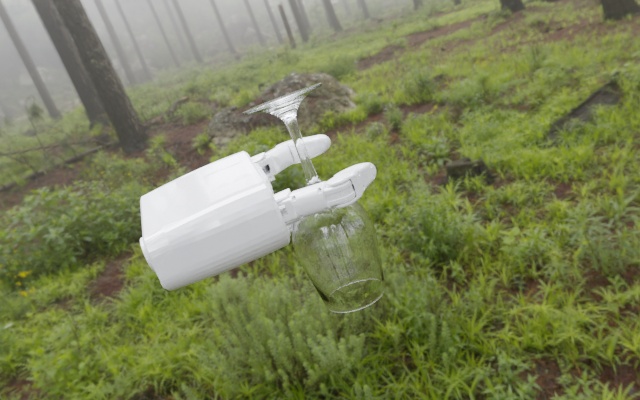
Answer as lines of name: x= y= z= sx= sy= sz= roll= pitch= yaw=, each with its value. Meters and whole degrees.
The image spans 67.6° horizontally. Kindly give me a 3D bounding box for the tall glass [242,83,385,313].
tall glass: x=0.000 y=0.001 z=0.438 sx=0.079 sy=0.201 sz=0.079 roll=-19 pitch=14 yaw=5
